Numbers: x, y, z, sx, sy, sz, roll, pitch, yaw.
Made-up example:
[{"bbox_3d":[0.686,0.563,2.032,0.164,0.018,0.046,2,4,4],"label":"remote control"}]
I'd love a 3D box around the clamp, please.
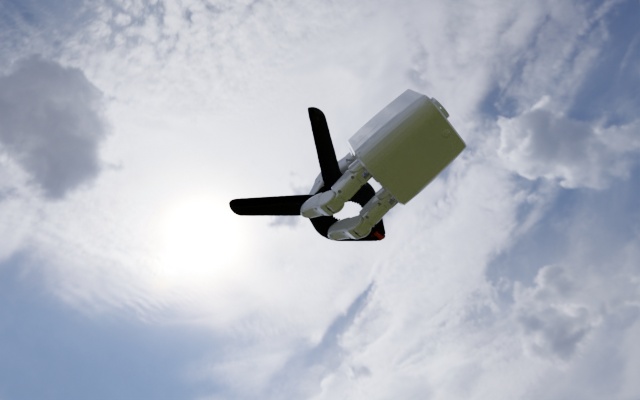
[{"bbox_3d":[0.000,0.002,0.615,0.210,0.164,0.036,41,14,-32],"label":"clamp"}]
